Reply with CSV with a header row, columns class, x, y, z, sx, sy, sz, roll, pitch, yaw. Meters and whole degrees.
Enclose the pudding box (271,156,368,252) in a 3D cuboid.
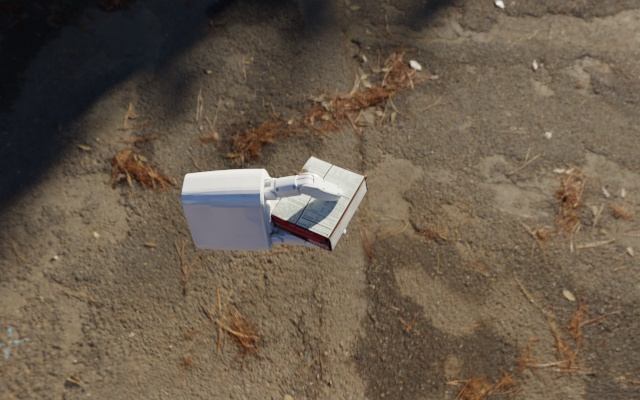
class,x,y,z,sx,sy,sz,roll,pitch,yaw
pudding box,0.000,0.002,0.641,0.090,0.113,0.039,23,-27,19
